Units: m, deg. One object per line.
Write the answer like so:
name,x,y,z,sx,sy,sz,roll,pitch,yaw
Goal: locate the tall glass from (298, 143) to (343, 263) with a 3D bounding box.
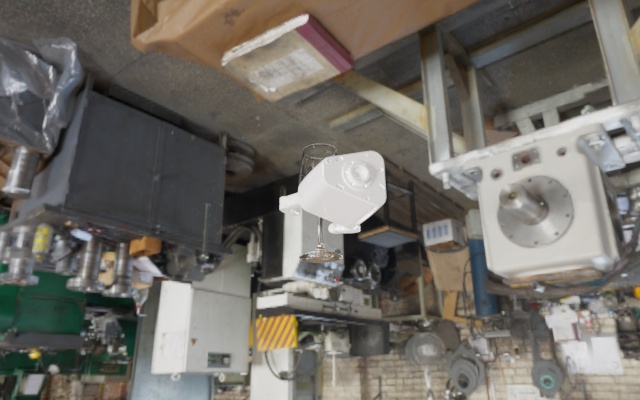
tall glass,0.000,0.003,0.837,0.079,0.201,0.079,-1,-20,0
